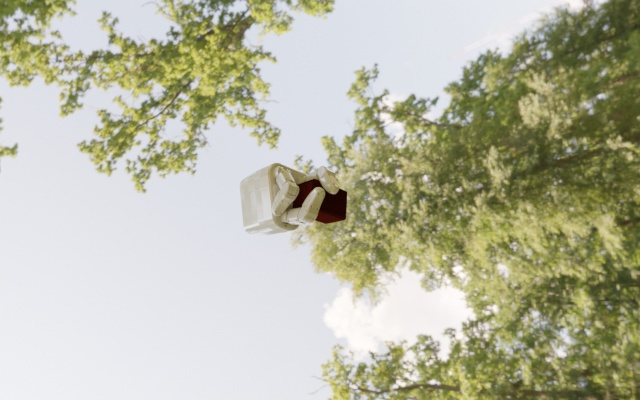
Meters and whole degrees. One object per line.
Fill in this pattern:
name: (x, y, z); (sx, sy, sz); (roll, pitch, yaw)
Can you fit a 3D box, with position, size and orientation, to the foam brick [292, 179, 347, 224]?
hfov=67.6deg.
foam brick: (0.000, 0.003, 0.811); (0.078, 0.053, 0.051); (21, -24, -35)
